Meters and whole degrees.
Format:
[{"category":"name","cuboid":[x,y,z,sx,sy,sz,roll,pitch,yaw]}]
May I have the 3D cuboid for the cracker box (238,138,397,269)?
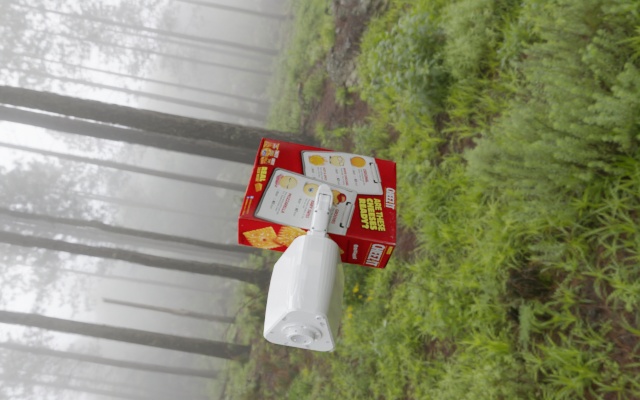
[{"category":"cracker box","cuboid":[0.000,0.002,0.705,0.214,0.164,0.072,10,-41,-2]}]
